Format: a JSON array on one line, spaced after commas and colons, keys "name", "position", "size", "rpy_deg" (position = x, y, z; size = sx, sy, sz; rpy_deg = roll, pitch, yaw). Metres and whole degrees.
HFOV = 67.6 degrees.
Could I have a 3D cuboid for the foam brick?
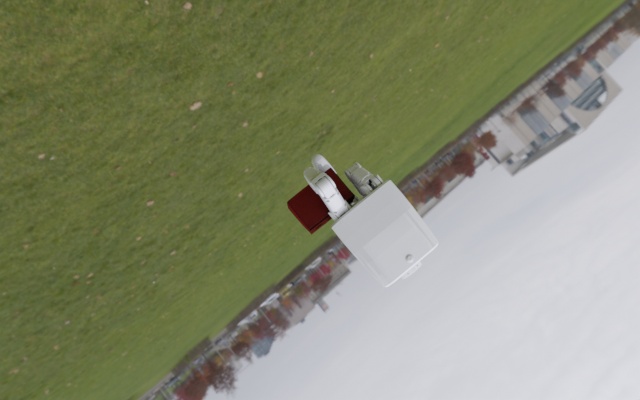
[{"name": "foam brick", "position": [0.000, 0.002, 0.650], "size": [0.078, 0.051, 0.053], "rpy_deg": [-38, -7, -6]}]
